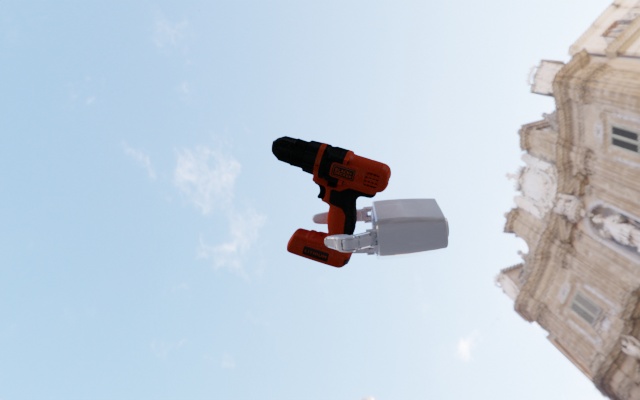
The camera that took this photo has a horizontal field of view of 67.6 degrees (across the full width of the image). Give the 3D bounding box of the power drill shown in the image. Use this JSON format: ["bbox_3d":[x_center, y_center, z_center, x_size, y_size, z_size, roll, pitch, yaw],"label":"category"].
[{"bbox_3d":[0.000,0.003,0.742,0.184,0.188,0.057,18,28,9],"label":"power drill"}]
